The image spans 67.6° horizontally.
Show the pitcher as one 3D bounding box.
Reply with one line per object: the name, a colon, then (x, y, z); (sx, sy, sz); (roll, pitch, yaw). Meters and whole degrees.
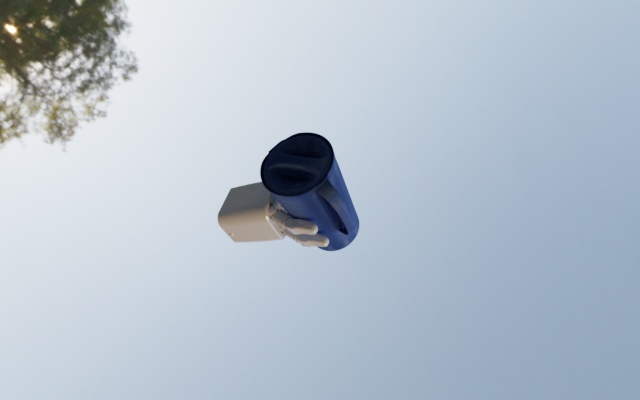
pitcher: (0.000, 0.003, 0.887); (0.145, 0.149, 0.243); (-7, -34, 17)
